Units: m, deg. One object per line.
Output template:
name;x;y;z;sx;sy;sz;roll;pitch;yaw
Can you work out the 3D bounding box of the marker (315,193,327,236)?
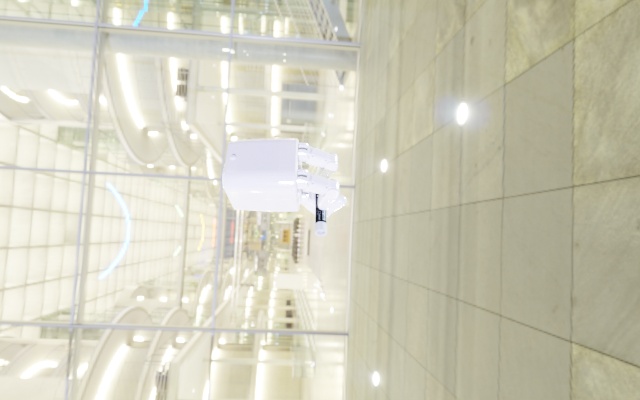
marker;0.000;0.002;0.761;0.020;0.121;0.020;-1;-39;0
